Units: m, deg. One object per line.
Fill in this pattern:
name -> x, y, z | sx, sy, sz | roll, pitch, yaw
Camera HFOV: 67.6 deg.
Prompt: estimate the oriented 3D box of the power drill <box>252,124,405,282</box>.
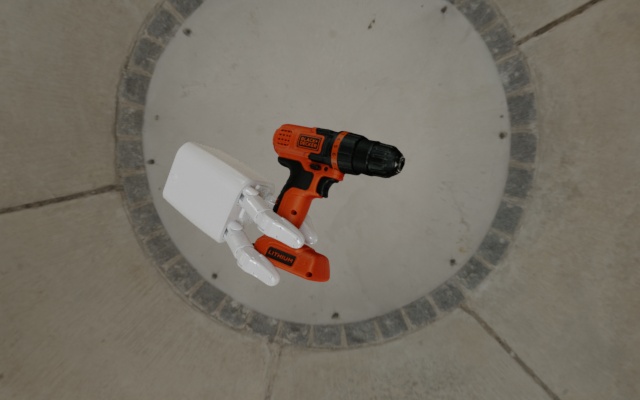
power drill -> 0.000, 0.002, 0.598 | 0.184, 0.187, 0.057 | 16, -3, 33
